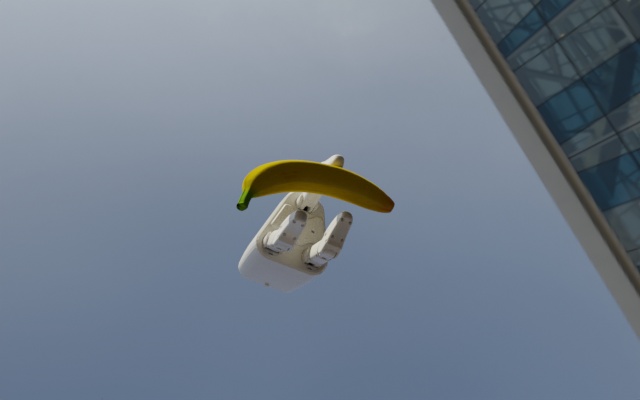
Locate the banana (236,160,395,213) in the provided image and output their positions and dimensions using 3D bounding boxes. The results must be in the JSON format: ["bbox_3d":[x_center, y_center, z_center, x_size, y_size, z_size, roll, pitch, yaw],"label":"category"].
[{"bbox_3d":[-0.007,-0.015,0.544,0.198,0.069,0.037,0,-28,-28],"label":"banana"}]
